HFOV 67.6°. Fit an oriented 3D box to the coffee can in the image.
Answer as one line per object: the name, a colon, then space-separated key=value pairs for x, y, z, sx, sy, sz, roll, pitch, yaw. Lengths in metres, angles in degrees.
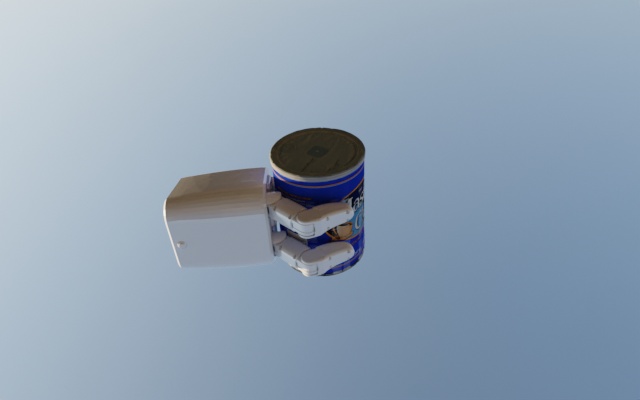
coffee can: x=0.000 y=0.002 z=0.551 sx=0.103 sy=0.140 sz=0.102 roll=-2 pitch=37 yaw=2
